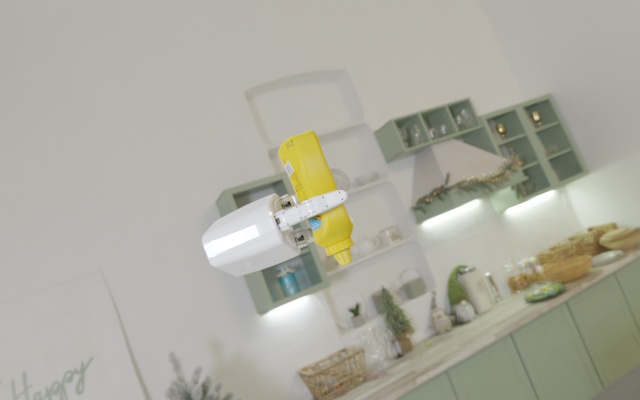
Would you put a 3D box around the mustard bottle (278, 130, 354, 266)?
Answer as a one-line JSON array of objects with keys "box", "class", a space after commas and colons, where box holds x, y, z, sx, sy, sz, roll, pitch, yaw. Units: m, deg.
[{"box": [0.000, 0.002, 0.685, 0.058, 0.191, 0.096, -20, -6, -18], "class": "mustard bottle"}]
